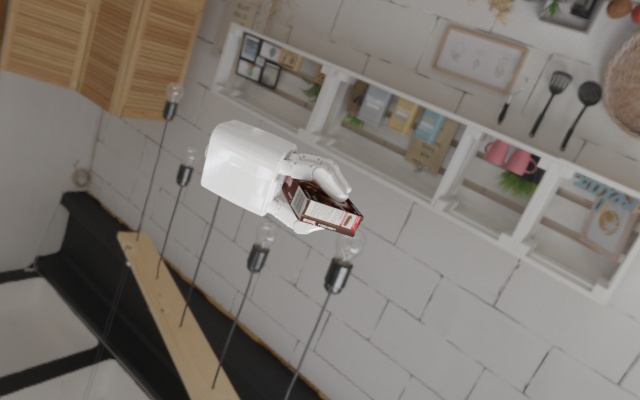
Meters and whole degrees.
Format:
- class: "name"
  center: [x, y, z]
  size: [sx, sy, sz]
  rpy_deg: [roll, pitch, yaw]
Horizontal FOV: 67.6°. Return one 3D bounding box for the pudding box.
- class: "pudding box"
  center: [0.000, 0.002, 0.683]
  size: [0.090, 0.039, 0.113]
  rpy_deg: [18, 20, -24]
